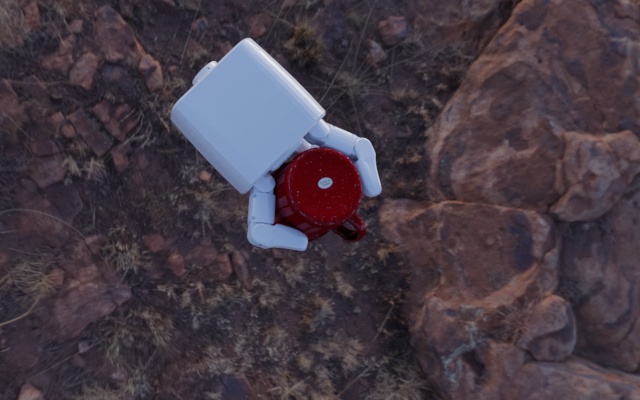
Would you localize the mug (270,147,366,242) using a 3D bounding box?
[{"bbox_3d":[0.001,0.003,0.498,0.117,0.093,0.081,44,-22,-8],"label":"mug"}]
